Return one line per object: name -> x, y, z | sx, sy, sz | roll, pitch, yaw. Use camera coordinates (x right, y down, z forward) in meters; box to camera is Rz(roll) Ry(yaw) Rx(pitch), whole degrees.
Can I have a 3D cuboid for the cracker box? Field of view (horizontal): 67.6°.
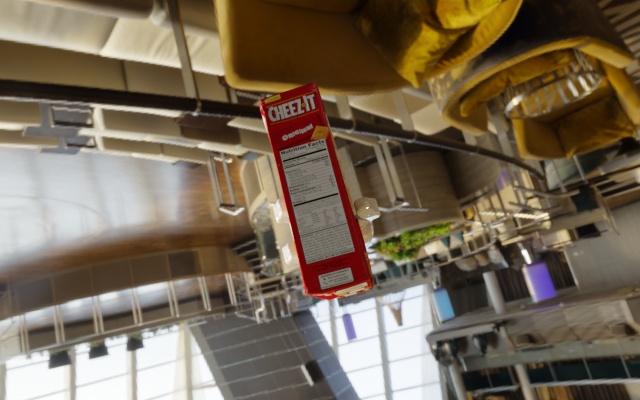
cracker box -> 0.000, 0.002, 0.545 | 0.072, 0.213, 0.164 | -16, -14, 4
